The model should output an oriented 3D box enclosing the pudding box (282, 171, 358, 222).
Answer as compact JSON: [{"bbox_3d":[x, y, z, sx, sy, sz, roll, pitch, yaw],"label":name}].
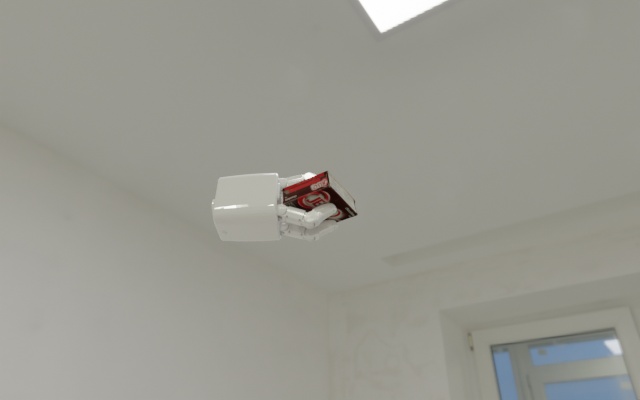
[{"bbox_3d":[0.000,0.003,0.825,0.090,0.039,0.113,-20,-33,21],"label":"pudding box"}]
